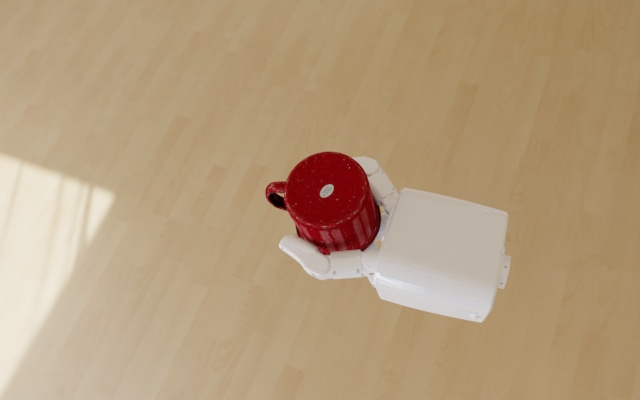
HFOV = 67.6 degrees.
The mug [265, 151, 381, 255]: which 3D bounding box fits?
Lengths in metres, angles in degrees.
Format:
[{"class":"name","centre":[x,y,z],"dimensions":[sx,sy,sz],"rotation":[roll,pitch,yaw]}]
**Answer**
[{"class":"mug","centre":[-0.001,0.001,0.479],"dimensions":[0.117,0.093,0.081],"rotation":[13,-20,16]}]
